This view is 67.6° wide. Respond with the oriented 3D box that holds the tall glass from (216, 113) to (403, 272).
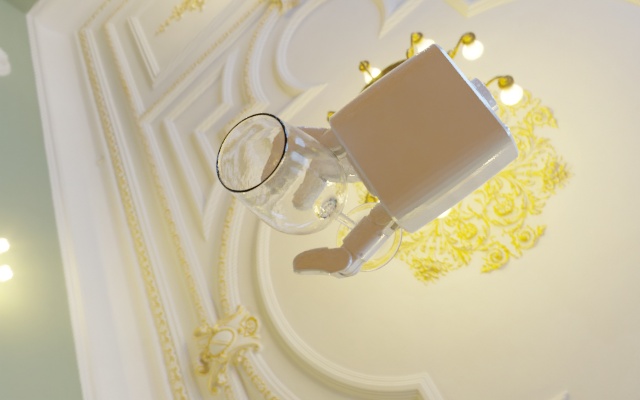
[{"bbox_3d":[0.000,0.002,0.410,0.079,0.079,0.201,0,-21,32],"label":"tall glass"}]
